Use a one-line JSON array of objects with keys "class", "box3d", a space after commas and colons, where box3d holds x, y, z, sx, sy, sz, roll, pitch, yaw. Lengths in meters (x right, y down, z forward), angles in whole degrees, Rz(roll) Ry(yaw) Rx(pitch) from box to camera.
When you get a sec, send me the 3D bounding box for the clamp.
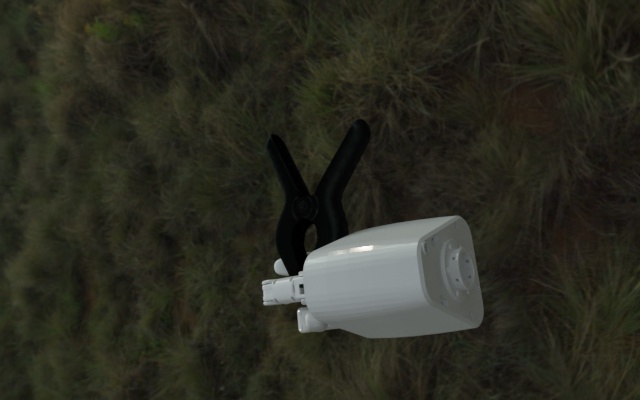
[{"class": "clamp", "box3d": [0.000, 0.002, 0.464, 0.120, 0.171, 0.039, -16, -16, 37]}]
